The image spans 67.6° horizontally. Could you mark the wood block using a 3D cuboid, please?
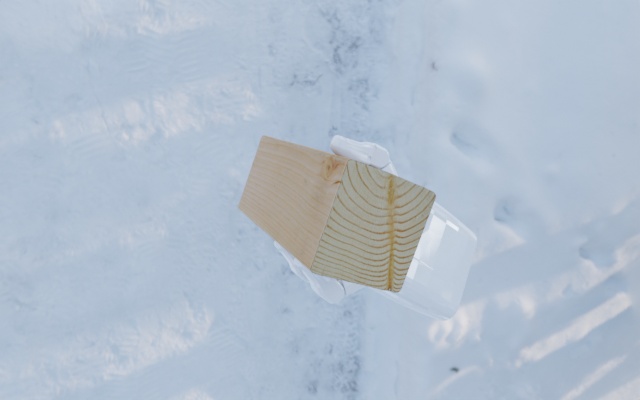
[{"bbox_3d":[0.001,0.001,0.458,0.090,0.091,0.206,18,4,-28],"label":"wood block"}]
